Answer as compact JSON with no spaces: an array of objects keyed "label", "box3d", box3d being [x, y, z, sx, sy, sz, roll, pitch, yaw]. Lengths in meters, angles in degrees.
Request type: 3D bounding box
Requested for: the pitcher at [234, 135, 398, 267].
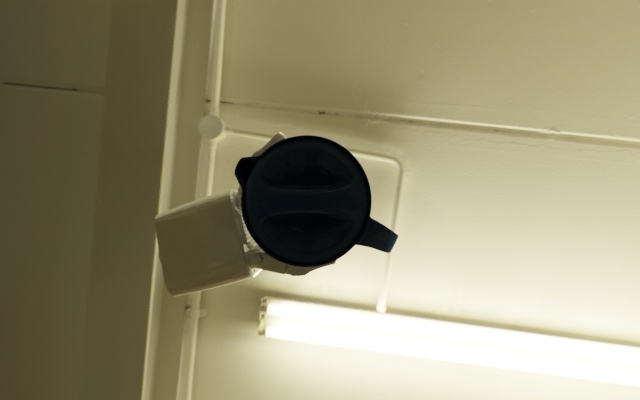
[{"label":"pitcher","box3d":[0.000,0.002,0.594,0.145,0.149,0.243,-19,1,4]}]
